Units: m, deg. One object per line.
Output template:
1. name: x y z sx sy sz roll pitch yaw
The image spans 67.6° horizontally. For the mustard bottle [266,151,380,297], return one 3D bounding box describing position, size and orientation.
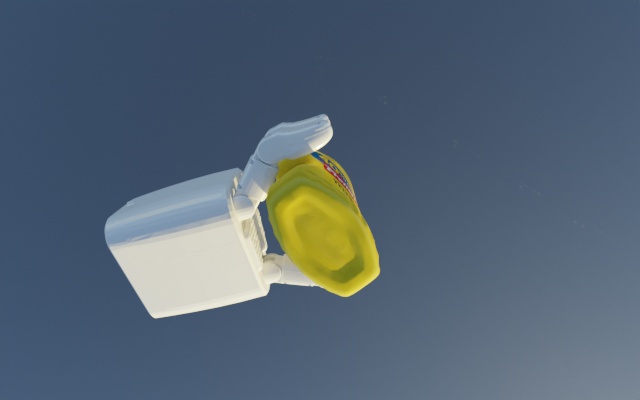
1. mustard bottle: 0.000 0.001 0.413 0.058 0.096 0.191 -38 13 8
